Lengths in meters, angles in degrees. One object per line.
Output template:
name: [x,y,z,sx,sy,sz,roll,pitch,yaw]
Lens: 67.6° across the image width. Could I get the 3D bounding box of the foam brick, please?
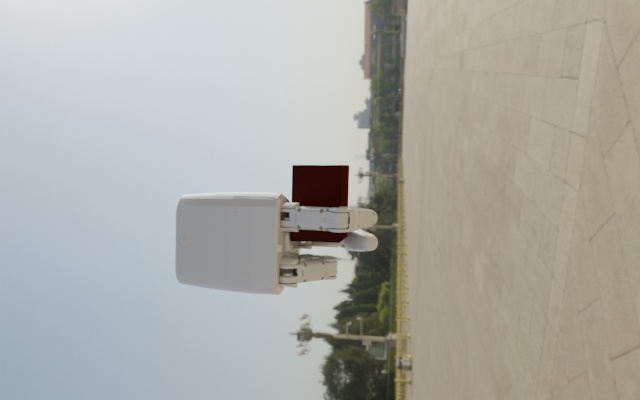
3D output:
foam brick: [0.000,0.001,0.489,0.051,0.078,0.053,2,3,11]
